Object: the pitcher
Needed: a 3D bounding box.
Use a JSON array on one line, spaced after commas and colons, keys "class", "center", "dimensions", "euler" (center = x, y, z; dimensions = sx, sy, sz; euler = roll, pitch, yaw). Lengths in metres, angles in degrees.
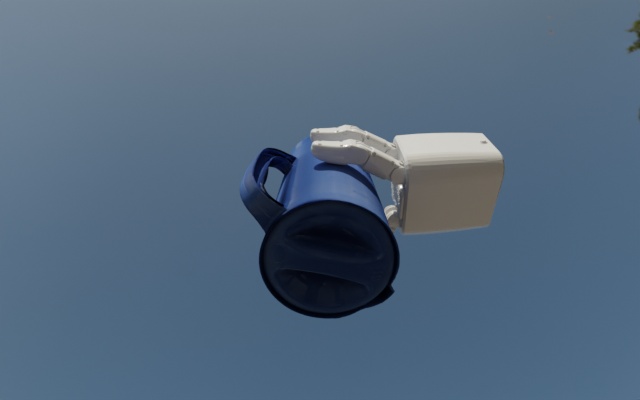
[{"class": "pitcher", "center": [0.000, 0.002, 0.547], "dimensions": [0.145, 0.149, 0.242], "euler": [-5, 26, 2]}]
